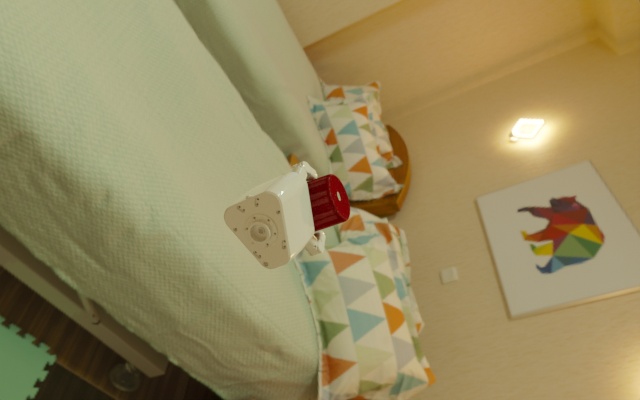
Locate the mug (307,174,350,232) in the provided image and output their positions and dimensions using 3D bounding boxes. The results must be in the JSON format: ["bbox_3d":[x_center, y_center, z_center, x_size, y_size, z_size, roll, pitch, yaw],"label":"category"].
[{"bbox_3d":[0.001,0.002,0.796,0.081,0.093,0.117,-19,12,21],"label":"mug"}]
